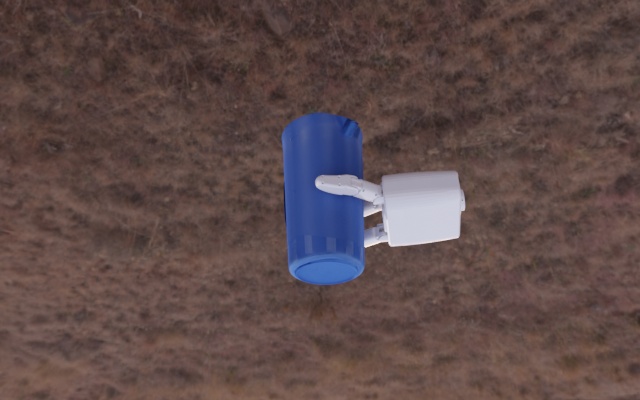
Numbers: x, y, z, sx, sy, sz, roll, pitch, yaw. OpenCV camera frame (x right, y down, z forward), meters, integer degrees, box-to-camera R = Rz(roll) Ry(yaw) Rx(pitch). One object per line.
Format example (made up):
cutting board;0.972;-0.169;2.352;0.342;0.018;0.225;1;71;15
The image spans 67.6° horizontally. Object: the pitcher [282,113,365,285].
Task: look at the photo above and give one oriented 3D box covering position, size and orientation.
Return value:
pitcher;0.000;0.002;0.735;0.145;0.242;0.149;-5;-30;7
